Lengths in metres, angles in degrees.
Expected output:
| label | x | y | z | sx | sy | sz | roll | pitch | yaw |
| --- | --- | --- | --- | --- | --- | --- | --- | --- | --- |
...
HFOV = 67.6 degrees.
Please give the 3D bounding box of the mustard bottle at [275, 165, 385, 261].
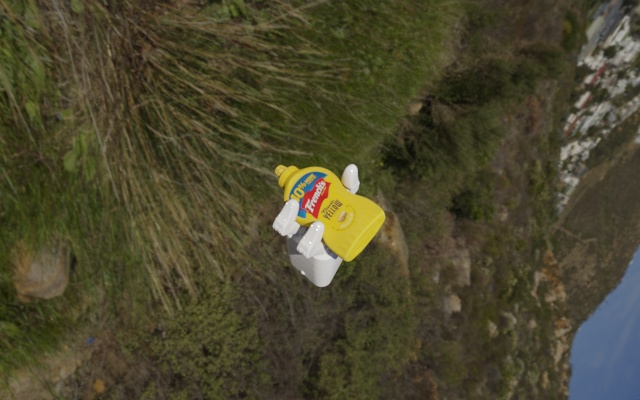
| label | x | y | z | sx | sy | sz | roll | pitch | yaw |
| --- | --- | --- | --- | --- | --- | --- | --- | --- | --- |
| mustard bottle | 0.000 | 0.002 | 0.749 | 0.191 | 0.096 | 0.058 | 38 | -4 | 24 |
